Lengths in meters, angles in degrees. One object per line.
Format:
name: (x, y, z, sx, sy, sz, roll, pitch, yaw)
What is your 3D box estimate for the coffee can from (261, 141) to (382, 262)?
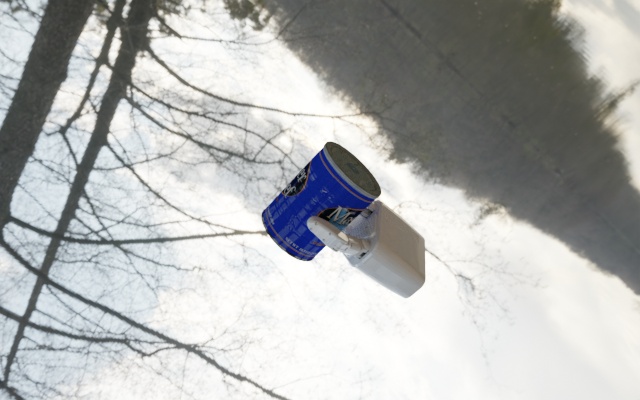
coffee can: (0.000, 0.002, 0.667, 0.140, 0.102, 0.103, -45, -20, 21)
